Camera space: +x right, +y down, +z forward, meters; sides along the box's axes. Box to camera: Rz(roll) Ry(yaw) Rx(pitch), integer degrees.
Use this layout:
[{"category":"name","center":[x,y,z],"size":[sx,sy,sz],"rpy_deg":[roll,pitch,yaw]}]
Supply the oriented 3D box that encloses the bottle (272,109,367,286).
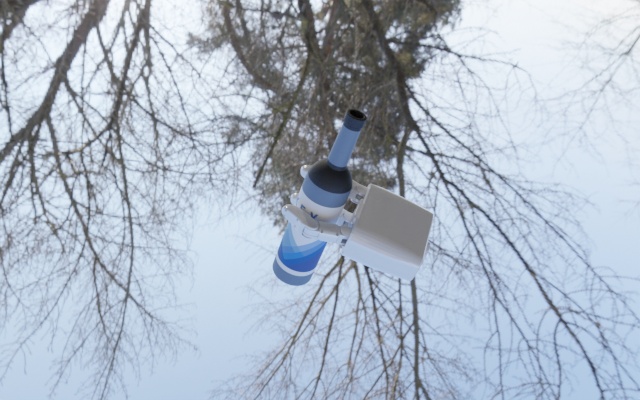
[{"category":"bottle","center":[0.000,0.002,0.685],"size":[0.069,0.296,0.069],"rpy_deg":[14,37,-11]}]
